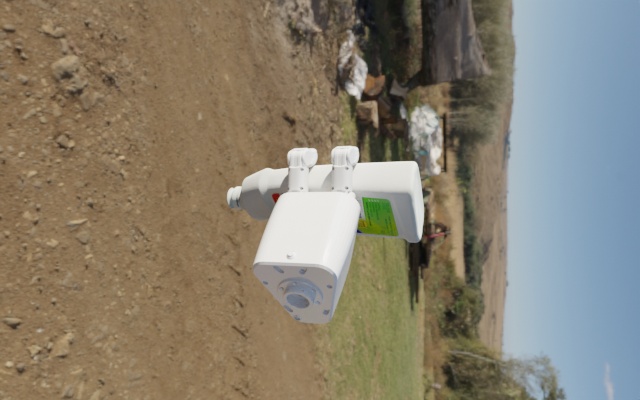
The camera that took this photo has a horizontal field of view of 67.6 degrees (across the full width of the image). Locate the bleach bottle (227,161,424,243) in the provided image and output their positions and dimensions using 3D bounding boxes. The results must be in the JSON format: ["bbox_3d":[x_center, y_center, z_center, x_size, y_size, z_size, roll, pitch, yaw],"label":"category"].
[{"bbox_3d":[0.000,0.002,0.614,0.251,0.103,0.068,-1,44,19],"label":"bleach bottle"}]
